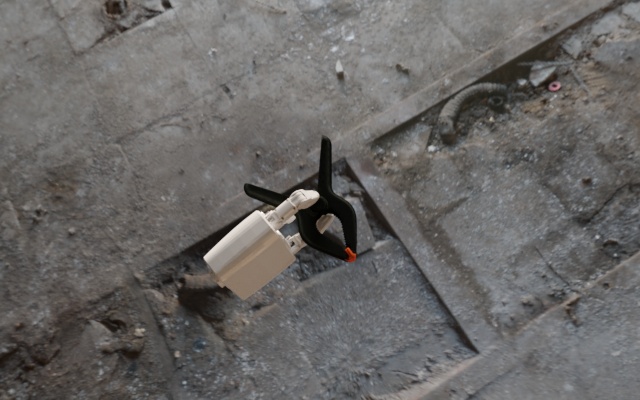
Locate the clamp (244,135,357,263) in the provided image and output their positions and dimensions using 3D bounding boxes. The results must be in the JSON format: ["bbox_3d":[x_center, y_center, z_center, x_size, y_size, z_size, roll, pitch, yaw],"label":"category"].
[{"bbox_3d":[0.000,0.003,0.763,0.164,0.210,0.036,-40,-16,-8],"label":"clamp"}]
